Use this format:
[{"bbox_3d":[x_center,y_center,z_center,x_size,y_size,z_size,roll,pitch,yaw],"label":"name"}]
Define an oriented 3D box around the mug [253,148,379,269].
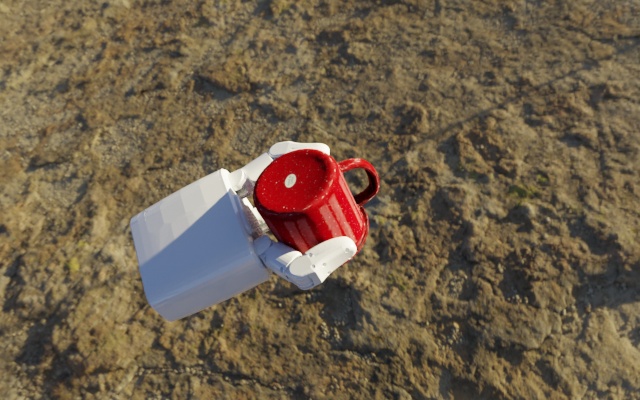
[{"bbox_3d":[0.001,0.001,0.440,0.117,0.093,0.082,-28,-44,1],"label":"mug"}]
